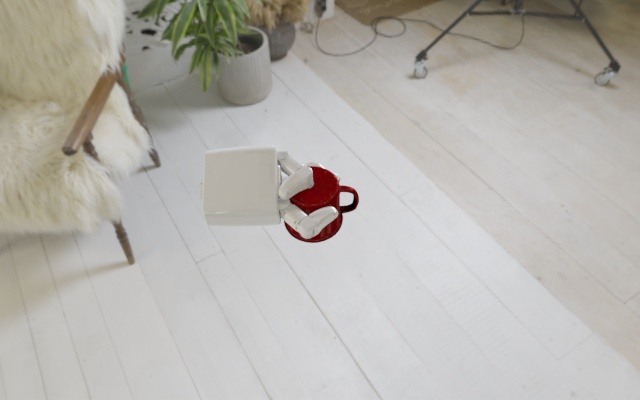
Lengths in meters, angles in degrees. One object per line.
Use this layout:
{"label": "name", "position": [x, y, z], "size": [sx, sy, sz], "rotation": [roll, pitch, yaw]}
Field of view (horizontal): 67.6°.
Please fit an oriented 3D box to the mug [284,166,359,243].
{"label": "mug", "position": [0.002, 0.002, 0.717], "size": [0.117, 0.093, 0.082], "rotation": [-4, -40, -2]}
